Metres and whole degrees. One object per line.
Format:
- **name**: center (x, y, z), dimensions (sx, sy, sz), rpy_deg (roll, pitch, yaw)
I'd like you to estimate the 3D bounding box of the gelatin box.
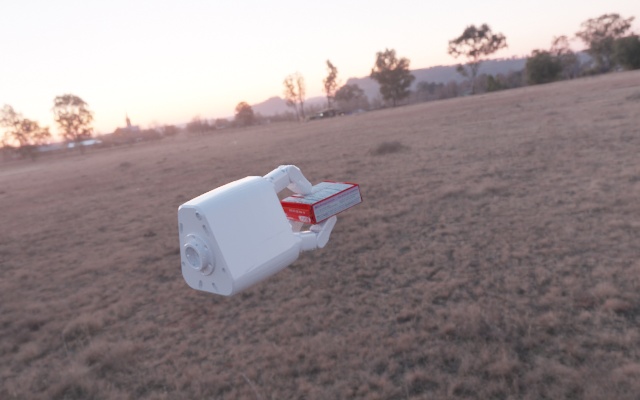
- **gelatin box**: center (0.000, 0.002, 0.651), dimensions (0.089, 0.030, 0.073), rpy_deg (-25, 20, -34)
